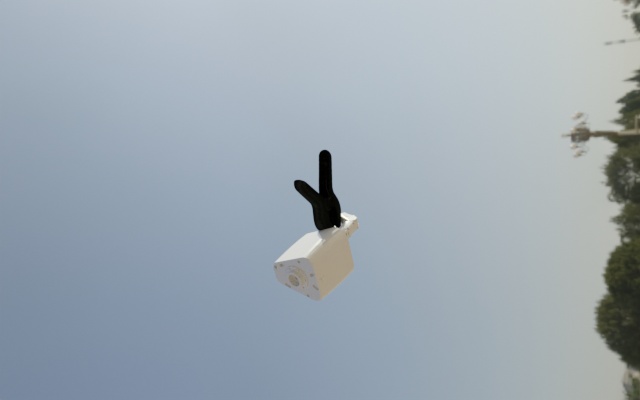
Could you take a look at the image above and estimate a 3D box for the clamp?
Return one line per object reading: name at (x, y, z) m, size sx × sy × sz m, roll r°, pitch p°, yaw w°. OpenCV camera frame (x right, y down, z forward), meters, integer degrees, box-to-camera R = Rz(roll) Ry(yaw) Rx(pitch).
clamp at (0.000, 0.003, 0.898) m, size 0.039 × 0.171 × 0.120 m, roll 3°, pitch 28°, yaw 37°
